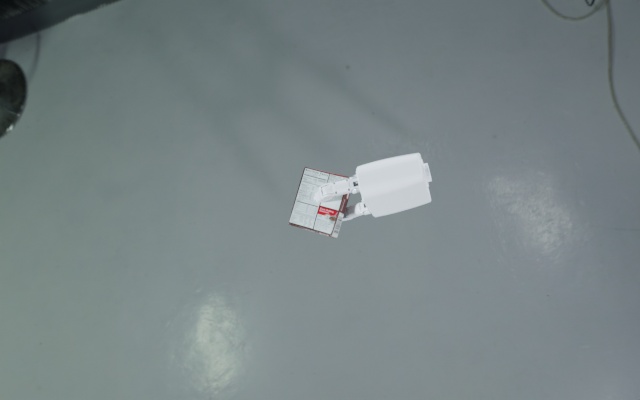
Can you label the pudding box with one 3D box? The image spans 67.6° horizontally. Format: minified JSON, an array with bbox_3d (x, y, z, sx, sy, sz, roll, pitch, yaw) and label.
[{"bbox_3d":[0.000,0.003,0.871,0.090,0.113,0.039,15,-6,19],"label":"pudding box"}]
